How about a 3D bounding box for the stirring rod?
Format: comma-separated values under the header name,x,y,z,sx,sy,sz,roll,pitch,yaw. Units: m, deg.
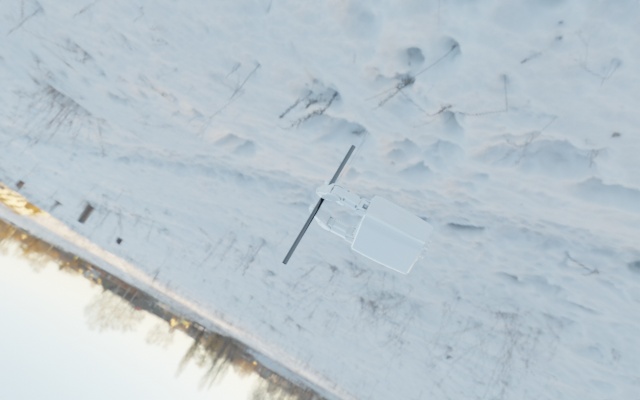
name,x,y,z,sx,sy,sz,roll,pitch,yaw
stirring rod,0.000,0.003,0.801,0.011,0.239,0.011,27,-19,10
